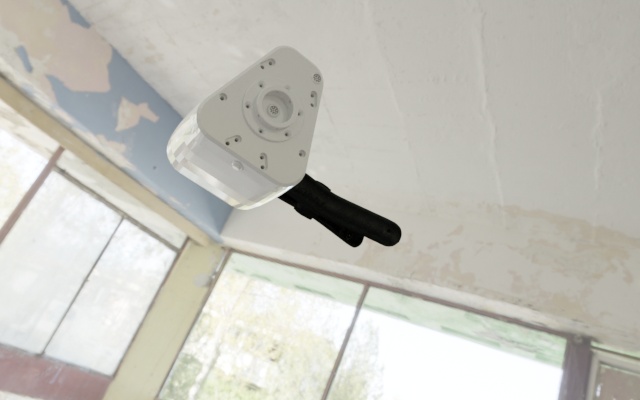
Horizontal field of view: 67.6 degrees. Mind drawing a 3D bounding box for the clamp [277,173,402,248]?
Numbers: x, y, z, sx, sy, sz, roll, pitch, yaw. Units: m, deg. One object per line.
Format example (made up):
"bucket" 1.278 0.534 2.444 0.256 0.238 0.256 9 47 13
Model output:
"clamp" 0.000 0.001 0.482 0.171 0.039 0.120 31 -18 -19
